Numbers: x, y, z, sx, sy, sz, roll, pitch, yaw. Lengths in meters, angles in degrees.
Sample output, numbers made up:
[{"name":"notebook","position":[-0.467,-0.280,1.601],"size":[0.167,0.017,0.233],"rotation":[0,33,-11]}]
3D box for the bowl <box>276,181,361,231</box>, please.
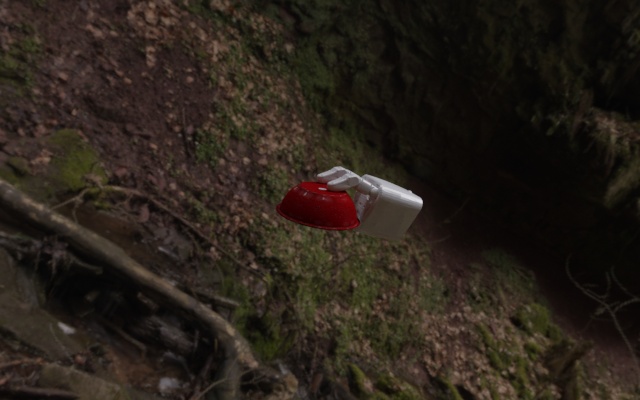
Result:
[{"name":"bowl","position":[-0.001,0.003,0.891],"size":[0.162,0.055,0.162],"rotation":[9,15,-3]}]
